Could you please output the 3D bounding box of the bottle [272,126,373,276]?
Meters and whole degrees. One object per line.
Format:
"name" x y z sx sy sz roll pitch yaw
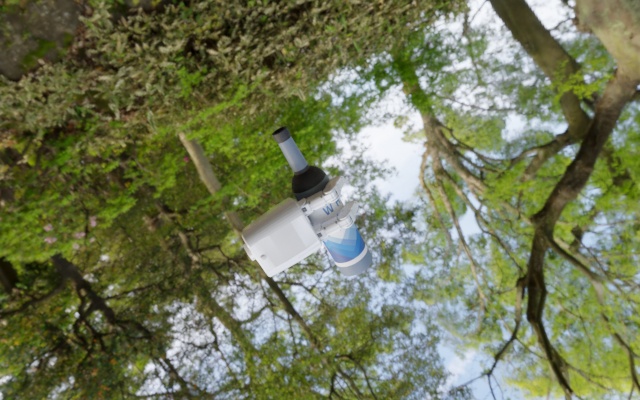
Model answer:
"bottle" 0.000 0.003 0.836 0.069 0.296 0.069 -25 24 12
